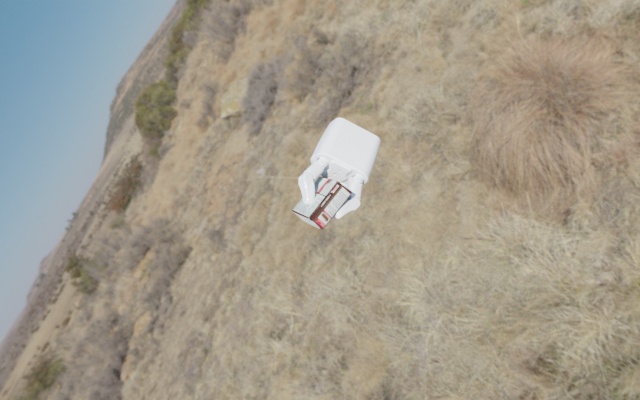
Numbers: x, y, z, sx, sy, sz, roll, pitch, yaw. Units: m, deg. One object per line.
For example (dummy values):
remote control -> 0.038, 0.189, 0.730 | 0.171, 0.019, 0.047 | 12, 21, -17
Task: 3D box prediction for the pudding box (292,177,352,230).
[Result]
pudding box -> 0.000, 0.003, 0.896 | 0.039, 0.090, 0.113 | 40, -7, -17
